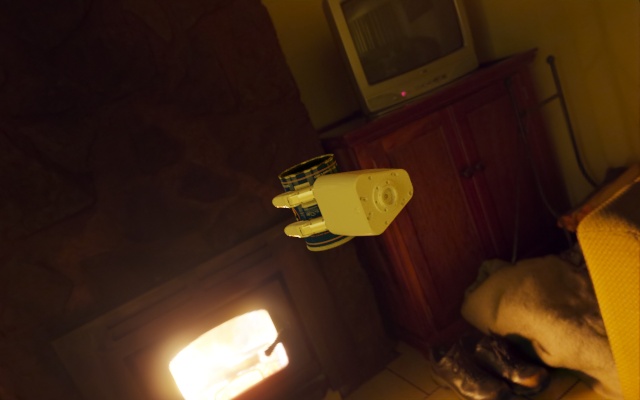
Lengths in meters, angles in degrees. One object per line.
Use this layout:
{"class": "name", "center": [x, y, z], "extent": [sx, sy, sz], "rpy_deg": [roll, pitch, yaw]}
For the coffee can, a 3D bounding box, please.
{"class": "coffee can", "center": [0.000, 0.003, 0.833], "extent": [0.103, 0.140, 0.102], "rpy_deg": [-21, 13, 5]}
